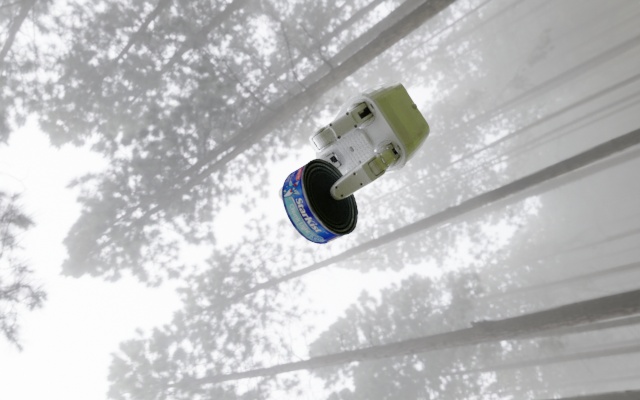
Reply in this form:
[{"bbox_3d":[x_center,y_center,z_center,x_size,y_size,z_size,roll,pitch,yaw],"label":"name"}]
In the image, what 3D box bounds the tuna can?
[{"bbox_3d":[0.000,0.002,0.500,0.034,0.086,0.086,-28,-16,34],"label":"tuna can"}]
